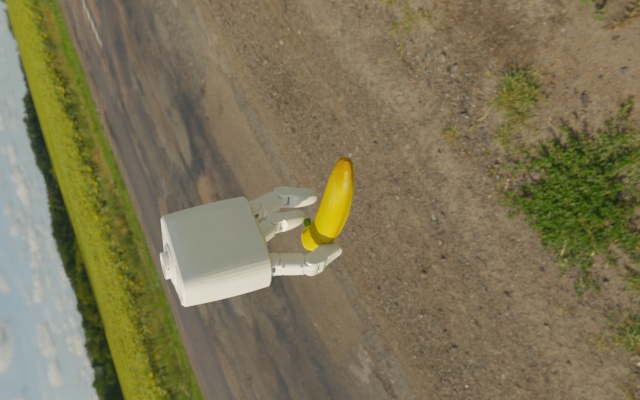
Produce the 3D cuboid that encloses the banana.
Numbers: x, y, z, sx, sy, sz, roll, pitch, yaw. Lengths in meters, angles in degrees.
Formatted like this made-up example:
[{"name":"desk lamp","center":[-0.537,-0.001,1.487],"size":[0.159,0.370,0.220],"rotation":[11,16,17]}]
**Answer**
[{"name":"banana","center":[0.005,0.020,0.615],"size":[0.037,0.069,0.198],"rotation":[-9,-22,-23]}]
